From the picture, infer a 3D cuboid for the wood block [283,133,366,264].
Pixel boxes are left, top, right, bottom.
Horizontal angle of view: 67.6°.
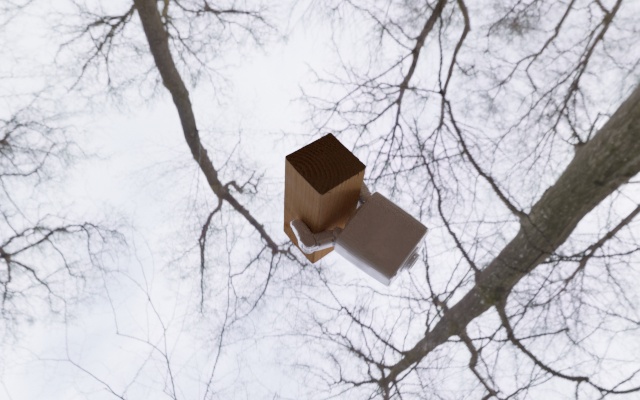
[{"bbox_3d":[0.000,0.003,0.783,0.091,0.090,0.206,-31,-27,-25],"label":"wood block"}]
